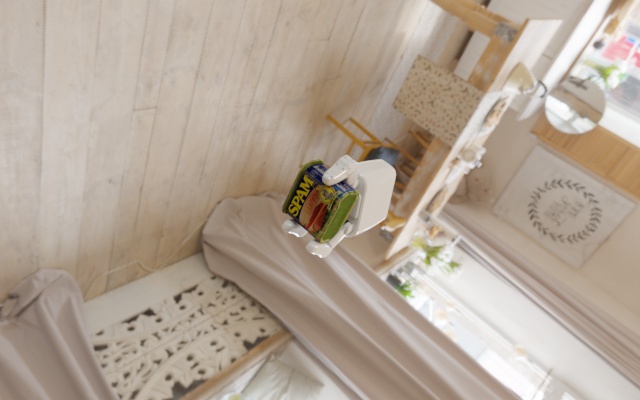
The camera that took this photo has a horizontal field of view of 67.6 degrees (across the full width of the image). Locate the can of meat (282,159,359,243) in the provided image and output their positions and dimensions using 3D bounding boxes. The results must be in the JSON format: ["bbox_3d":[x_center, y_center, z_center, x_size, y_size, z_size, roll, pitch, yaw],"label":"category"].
[{"bbox_3d":[0.000,0.003,0.731,0.084,0.102,0.057,40,29,23],"label":"can of meat"}]
